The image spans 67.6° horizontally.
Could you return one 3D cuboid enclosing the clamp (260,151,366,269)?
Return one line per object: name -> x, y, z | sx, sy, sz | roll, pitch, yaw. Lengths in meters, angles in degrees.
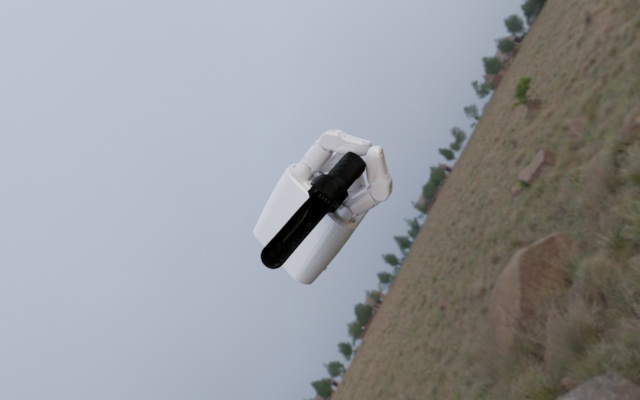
clamp -> 0.000, 0.001, 0.493 | 0.120, 0.039, 0.171 | -45, -3, 27
